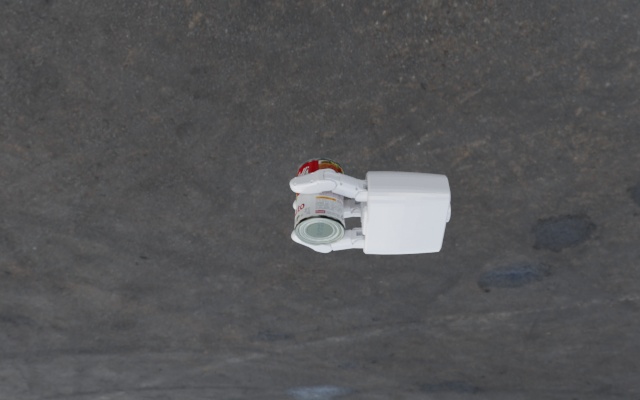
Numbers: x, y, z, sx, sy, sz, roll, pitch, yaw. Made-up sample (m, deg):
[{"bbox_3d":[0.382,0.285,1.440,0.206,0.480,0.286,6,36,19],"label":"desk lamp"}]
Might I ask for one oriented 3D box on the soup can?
[{"bbox_3d":[0.000,0.002,0.648,0.068,0.102,0.069,1,-38,0],"label":"soup can"}]
